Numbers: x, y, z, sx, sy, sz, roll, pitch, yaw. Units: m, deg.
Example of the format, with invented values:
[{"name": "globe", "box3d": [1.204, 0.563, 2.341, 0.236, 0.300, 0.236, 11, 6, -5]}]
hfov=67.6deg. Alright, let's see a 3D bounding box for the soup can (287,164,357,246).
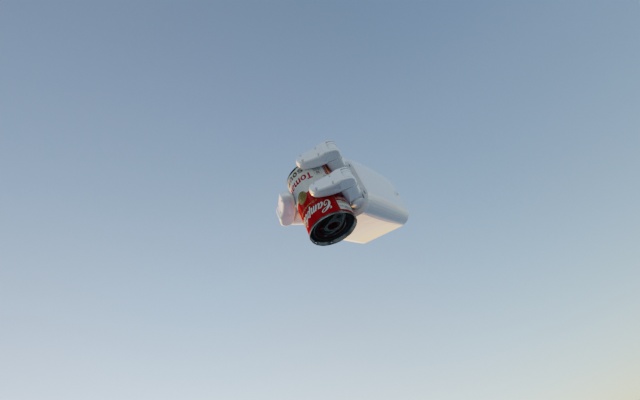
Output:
[{"name": "soup can", "box3d": [0.000, 0.002, 0.660, 0.068, 0.102, 0.069, -16, -38, -13]}]
